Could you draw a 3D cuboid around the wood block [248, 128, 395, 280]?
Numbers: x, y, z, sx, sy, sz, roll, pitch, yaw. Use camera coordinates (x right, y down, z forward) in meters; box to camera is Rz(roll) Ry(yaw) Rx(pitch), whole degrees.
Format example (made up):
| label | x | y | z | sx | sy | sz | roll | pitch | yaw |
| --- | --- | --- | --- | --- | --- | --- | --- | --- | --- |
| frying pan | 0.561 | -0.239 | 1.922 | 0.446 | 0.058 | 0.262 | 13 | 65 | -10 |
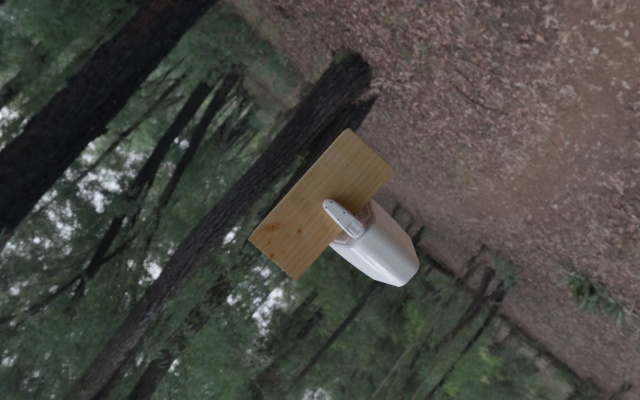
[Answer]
| label | x | y | z | sx | sy | sz | roll | pitch | yaw |
| --- | --- | --- | --- | --- | --- | --- | --- | --- | --- |
| wood block | 0.000 | 0.003 | 0.694 | 0.090 | 0.206 | 0.091 | 42 | 2 | -6 |
